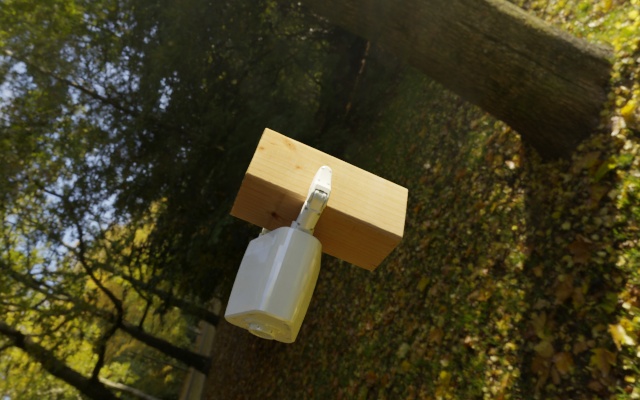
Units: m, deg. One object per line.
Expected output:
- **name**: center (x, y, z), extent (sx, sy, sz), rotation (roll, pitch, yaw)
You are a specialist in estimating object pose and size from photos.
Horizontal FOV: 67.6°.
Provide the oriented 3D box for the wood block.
- **wood block**: center (0.000, 0.002, 0.629), extent (0.206, 0.090, 0.091), rotation (23, -41, -9)
